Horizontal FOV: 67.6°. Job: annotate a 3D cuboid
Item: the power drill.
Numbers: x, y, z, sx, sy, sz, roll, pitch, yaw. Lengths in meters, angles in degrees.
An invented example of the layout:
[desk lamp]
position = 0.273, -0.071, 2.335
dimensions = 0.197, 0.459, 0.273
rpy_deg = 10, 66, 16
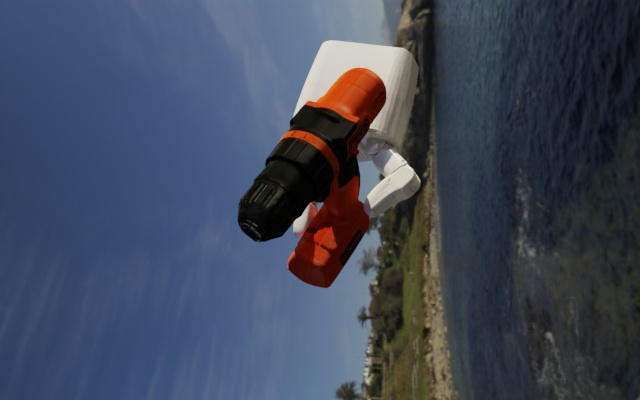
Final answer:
[power drill]
position = 0.000, 0.001, 0.427
dimensions = 0.057, 0.184, 0.188
rpy_deg = 26, -33, 19
